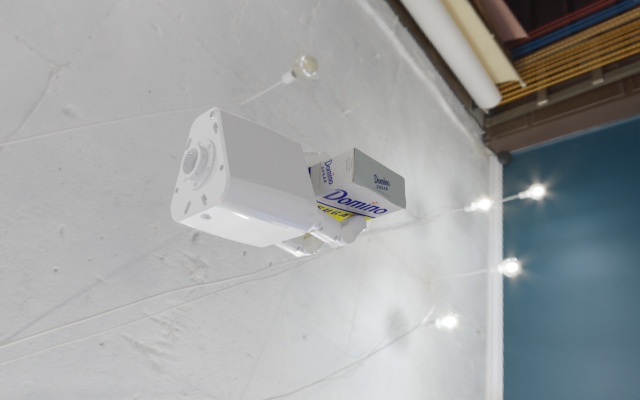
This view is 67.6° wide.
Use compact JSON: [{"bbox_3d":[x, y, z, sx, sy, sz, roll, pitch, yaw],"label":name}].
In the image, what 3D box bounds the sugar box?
[{"bbox_3d":[0.000,0.002,0.552,0.176,0.048,0.093,-18,-30,40],"label":"sugar box"}]
